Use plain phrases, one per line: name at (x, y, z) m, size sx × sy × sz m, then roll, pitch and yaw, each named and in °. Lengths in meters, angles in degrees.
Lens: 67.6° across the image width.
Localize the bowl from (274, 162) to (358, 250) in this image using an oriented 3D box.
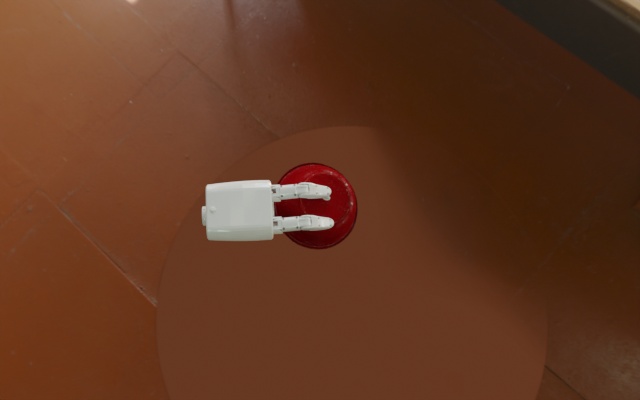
bowl at (0.001, 0.002, 0.841) m, size 0.162 × 0.162 × 0.055 m, roll 0°, pitch -14°, yaw -19°
